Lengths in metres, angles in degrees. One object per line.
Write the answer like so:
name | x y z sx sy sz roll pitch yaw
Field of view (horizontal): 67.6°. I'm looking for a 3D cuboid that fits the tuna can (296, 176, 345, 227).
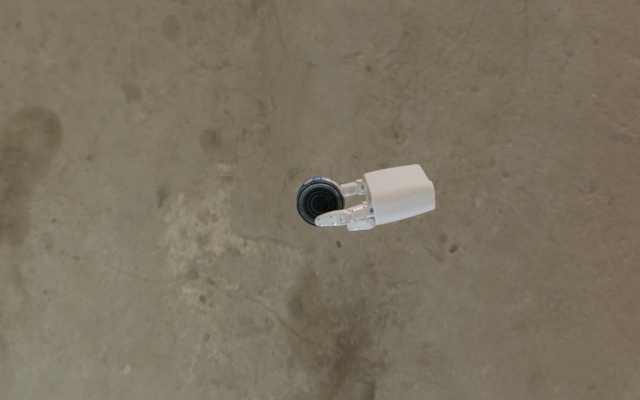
tuna can | 0.000 0.003 0.832 0.086 0.086 0.033 0 15 2
